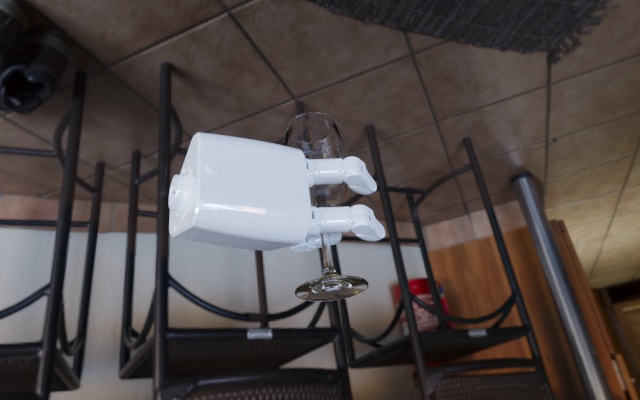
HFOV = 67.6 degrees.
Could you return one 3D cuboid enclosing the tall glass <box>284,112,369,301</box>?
[{"bbox_3d":[0.000,0.002,0.520,0.079,0.201,0.079,-5,-28,-3],"label":"tall glass"}]
